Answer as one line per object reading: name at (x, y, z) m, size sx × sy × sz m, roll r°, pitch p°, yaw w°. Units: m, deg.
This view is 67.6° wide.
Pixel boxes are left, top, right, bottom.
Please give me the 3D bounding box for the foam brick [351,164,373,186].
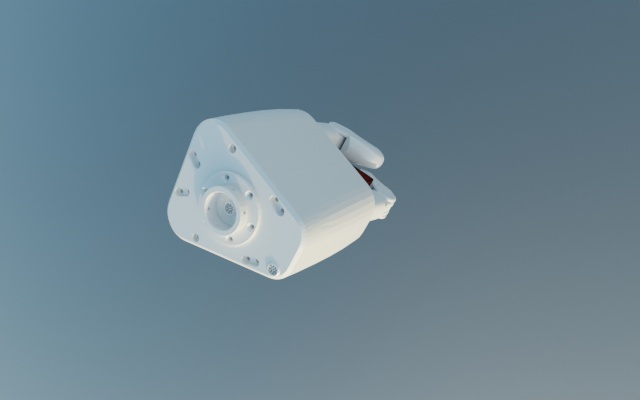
foam brick at (0.000, 0.002, 0.426) m, size 0.053 × 0.078 × 0.051 m, roll 36°, pitch 25°, yaw 18°
